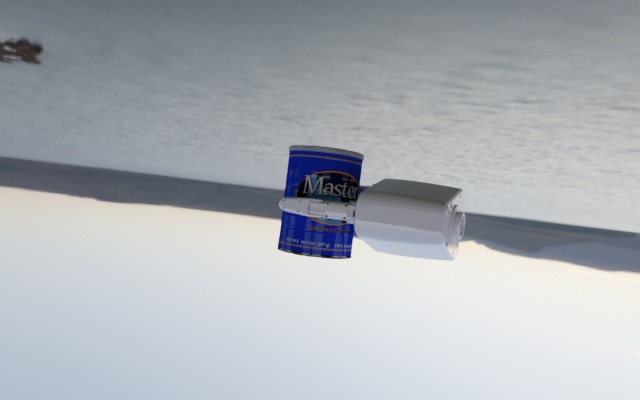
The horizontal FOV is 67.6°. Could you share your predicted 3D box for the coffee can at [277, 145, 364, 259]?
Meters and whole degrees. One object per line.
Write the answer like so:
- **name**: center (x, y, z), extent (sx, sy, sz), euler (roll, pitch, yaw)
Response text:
- **coffee can**: center (0.000, 0.002, 0.649), extent (0.103, 0.140, 0.103), euler (7, 0, 0)
